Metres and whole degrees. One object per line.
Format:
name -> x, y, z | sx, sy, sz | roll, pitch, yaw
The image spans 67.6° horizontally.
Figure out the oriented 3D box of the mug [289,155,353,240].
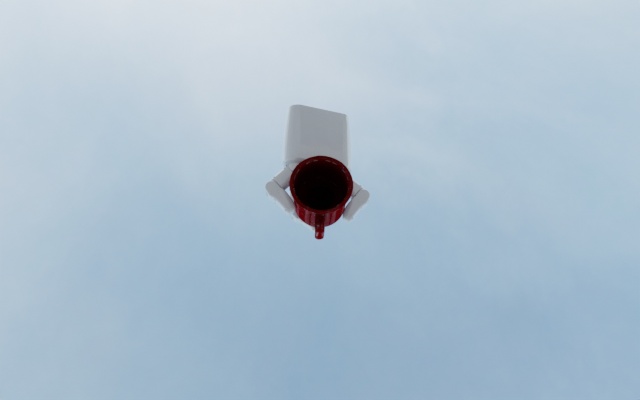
mug -> 0.000, 0.004, 0.722 | 0.093, 0.117, 0.081 | 0, -23, -2
